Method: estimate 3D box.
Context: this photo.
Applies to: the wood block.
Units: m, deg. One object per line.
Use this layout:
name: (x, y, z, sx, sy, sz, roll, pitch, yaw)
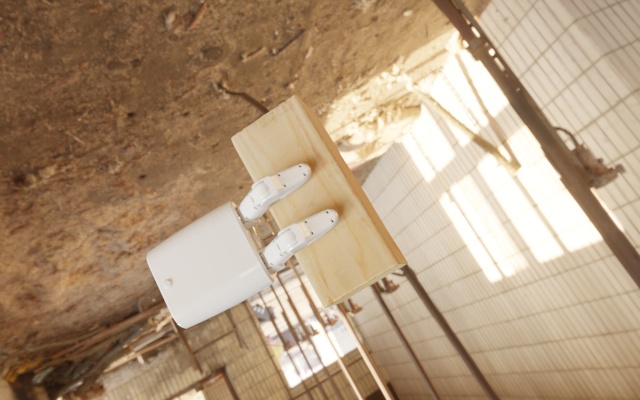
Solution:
wood block: (0.000, 0.002, 0.524, 0.090, 0.206, 0.091, -32, -14, 9)
